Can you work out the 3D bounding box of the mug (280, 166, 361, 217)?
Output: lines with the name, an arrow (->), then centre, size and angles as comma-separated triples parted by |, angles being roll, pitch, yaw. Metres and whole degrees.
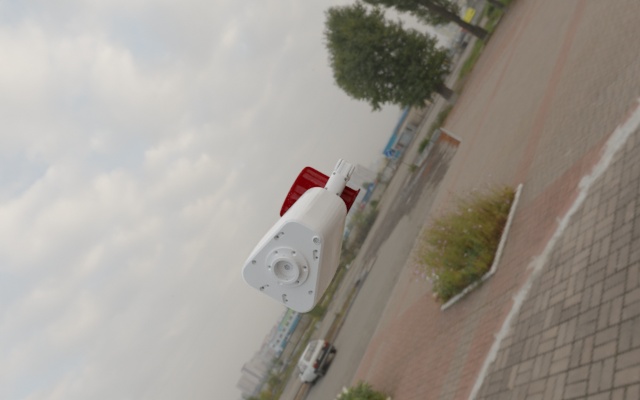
mug -> 0.000, 0.002, 0.663 | 0.081, 0.093, 0.117 | 28, 22, 3
